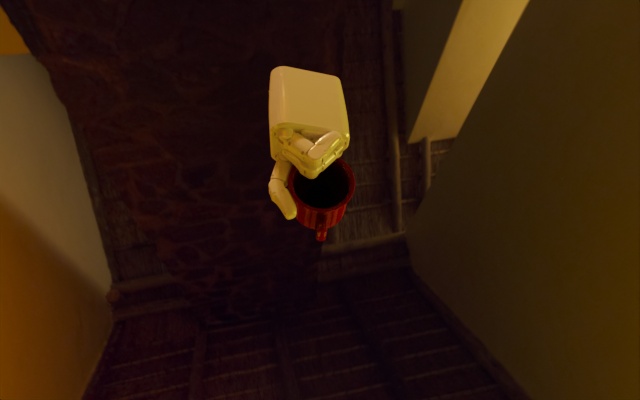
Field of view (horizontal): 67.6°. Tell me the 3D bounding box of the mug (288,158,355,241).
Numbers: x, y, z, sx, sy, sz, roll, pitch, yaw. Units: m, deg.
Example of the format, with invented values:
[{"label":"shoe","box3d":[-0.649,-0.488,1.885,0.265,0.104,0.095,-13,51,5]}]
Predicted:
[{"label":"mug","box3d":[0.000,0.004,0.687,0.093,0.117,0.081,-2,-26,-5]}]
